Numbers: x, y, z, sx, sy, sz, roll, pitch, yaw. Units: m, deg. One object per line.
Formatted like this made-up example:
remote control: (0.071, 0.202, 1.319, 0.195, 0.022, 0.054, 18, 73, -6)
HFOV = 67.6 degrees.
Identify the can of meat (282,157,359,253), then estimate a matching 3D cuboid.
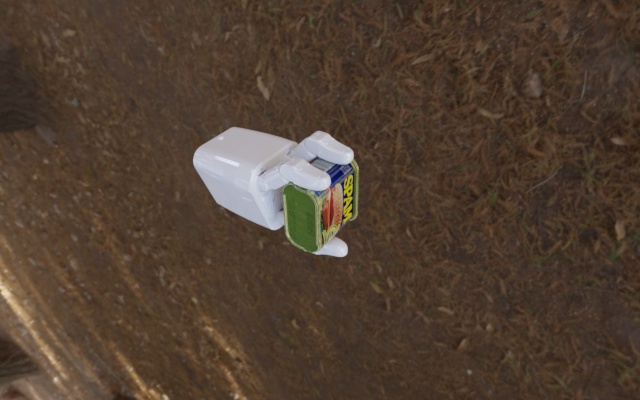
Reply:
can of meat: (0.000, 0.002, 0.581, 0.057, 0.102, 0.084, 23, 44, 27)
